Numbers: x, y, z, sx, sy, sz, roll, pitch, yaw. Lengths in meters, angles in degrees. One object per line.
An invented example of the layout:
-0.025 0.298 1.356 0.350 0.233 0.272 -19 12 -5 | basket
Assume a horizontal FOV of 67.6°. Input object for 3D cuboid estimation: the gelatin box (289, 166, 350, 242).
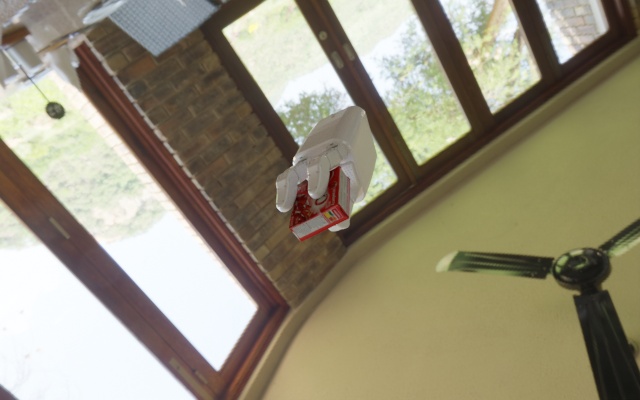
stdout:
0.000 0.003 0.613 0.073 0.030 0.089 -27 31 22 | gelatin box
